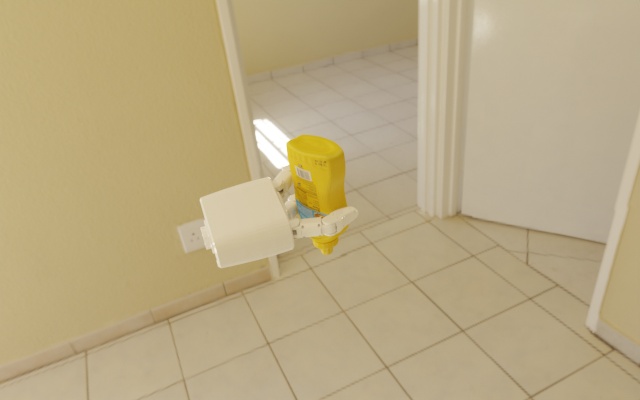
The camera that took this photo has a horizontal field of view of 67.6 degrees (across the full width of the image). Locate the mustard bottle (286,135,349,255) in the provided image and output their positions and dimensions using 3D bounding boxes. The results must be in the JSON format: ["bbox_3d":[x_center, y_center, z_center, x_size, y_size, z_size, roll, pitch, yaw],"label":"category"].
[{"bbox_3d":[0.000,0.002,0.716,0.058,0.192,0.096,-31,39,-34],"label":"mustard bottle"}]
